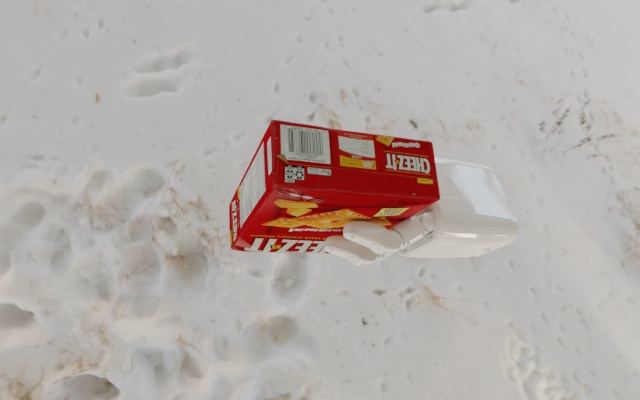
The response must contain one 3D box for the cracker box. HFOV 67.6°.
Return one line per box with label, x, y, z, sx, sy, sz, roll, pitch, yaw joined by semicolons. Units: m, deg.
cracker box;0.000;0.001;0.519;0.164;0.072;0.214;4;-22;-19
